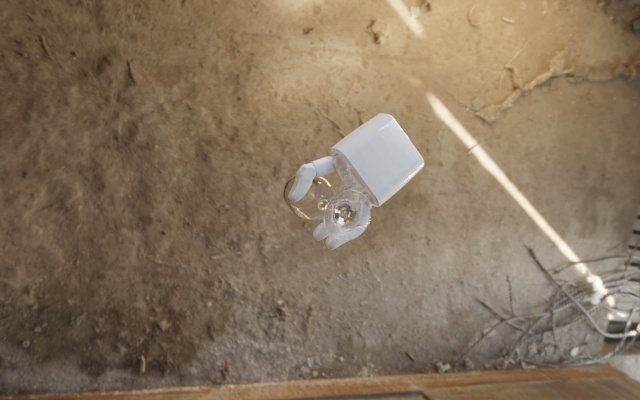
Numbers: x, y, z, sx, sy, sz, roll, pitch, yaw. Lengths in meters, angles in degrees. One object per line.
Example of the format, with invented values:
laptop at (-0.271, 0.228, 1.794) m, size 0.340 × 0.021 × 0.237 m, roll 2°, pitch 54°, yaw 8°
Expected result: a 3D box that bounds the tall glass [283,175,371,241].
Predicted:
tall glass at (0.000, 0.003, 0.760) m, size 0.079 × 0.079 × 0.201 m, roll 0°, pitch 10°, yaw -24°
